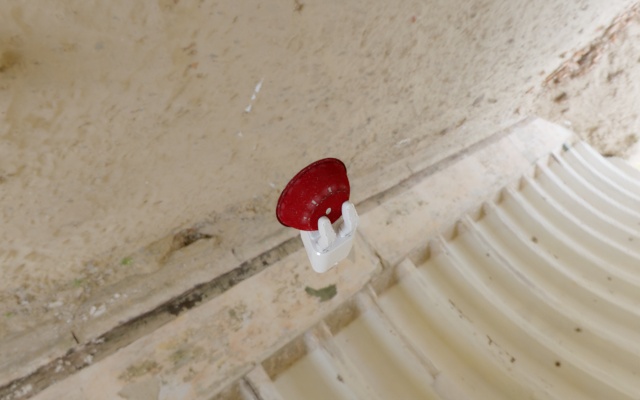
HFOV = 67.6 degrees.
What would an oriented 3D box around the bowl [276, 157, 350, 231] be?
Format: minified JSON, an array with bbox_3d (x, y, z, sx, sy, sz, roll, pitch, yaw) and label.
[{"bbox_3d":[0.000,0.002,0.864,0.162,0.162,0.055,0,38,-49],"label":"bowl"}]
